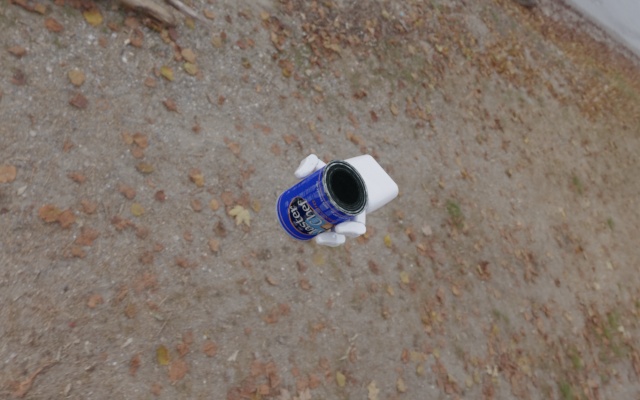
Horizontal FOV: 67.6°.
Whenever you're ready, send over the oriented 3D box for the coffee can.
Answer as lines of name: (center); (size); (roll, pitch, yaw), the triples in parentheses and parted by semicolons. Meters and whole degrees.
coffee can: (0.000, 0.003, 0.846); (0.103, 0.102, 0.140); (0, -21, -42)
